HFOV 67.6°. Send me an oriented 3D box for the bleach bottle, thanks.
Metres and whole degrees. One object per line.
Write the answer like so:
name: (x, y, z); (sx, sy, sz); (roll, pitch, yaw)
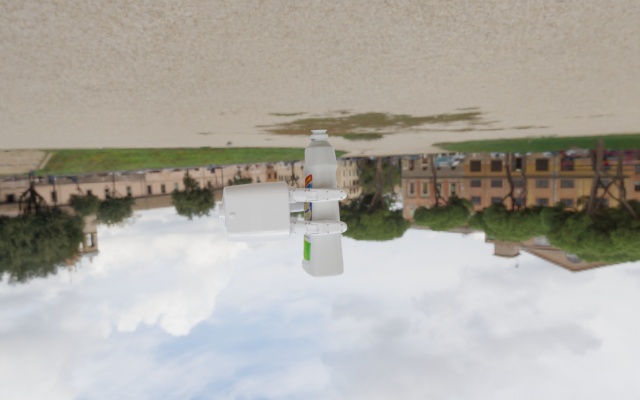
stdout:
bleach bottle: (0.000, 0.003, 0.844); (0.068, 0.251, 0.102); (-3, 5, -13)
